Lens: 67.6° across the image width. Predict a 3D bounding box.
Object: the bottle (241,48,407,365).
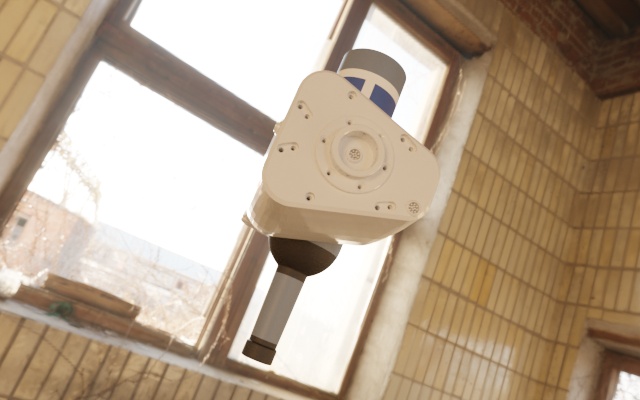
[{"bbox_3d":[0.000,0.001,0.436,0.069,0.295,0.069,21,-15,6],"label":"bottle"}]
